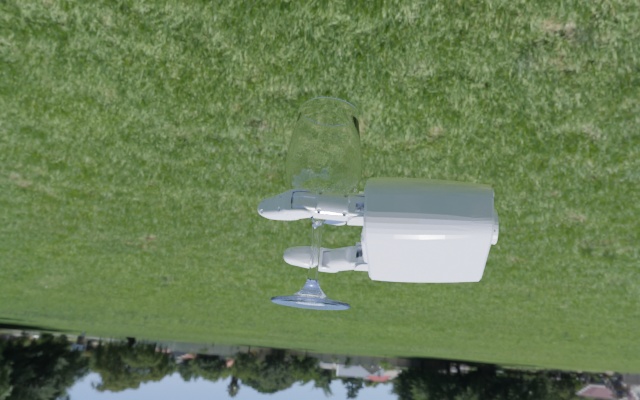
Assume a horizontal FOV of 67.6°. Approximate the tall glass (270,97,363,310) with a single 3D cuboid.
[{"bbox_3d":[0.000,0.002,0.470,0.079,0.201,0.079,5,-18,2],"label":"tall glass"}]
